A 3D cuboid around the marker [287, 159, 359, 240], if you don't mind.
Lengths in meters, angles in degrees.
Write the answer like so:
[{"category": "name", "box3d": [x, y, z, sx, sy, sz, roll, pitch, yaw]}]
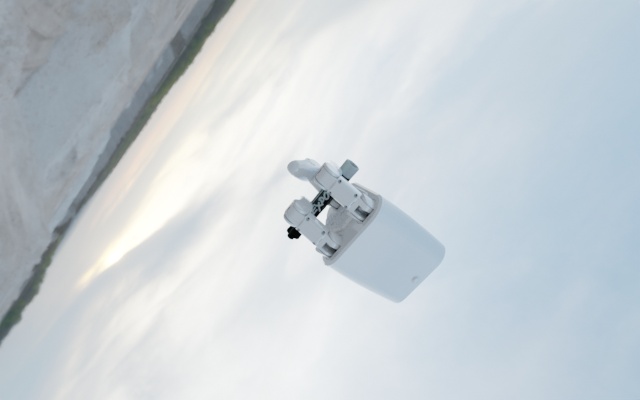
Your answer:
[{"category": "marker", "box3d": [0.000, 0.002, 0.564, 0.020, 0.121, 0.020, 36, 19, -14]}]
